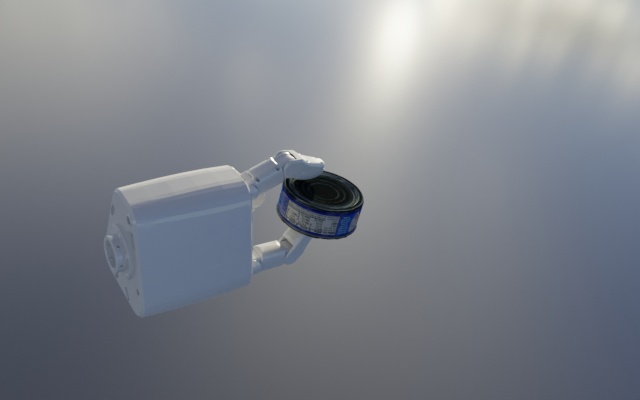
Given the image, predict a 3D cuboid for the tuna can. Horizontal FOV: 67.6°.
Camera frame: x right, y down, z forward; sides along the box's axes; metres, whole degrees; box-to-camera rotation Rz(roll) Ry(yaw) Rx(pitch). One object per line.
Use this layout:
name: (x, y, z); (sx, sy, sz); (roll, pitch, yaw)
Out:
tuna can: (0.000, 0.001, 0.488); (0.086, 0.034, 0.086); (12, 29, -7)
